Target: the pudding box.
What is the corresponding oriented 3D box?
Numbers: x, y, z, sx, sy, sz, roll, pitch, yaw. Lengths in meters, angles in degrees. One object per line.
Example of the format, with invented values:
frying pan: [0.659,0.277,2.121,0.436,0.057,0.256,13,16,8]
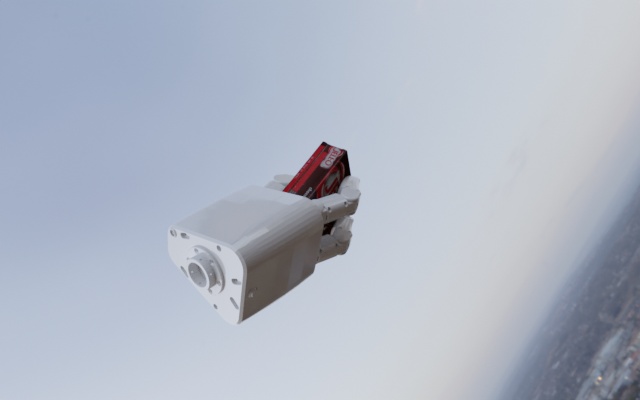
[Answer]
pudding box: [0.000,0.002,0.552,0.039,0.090,0.114,27,-25,24]
